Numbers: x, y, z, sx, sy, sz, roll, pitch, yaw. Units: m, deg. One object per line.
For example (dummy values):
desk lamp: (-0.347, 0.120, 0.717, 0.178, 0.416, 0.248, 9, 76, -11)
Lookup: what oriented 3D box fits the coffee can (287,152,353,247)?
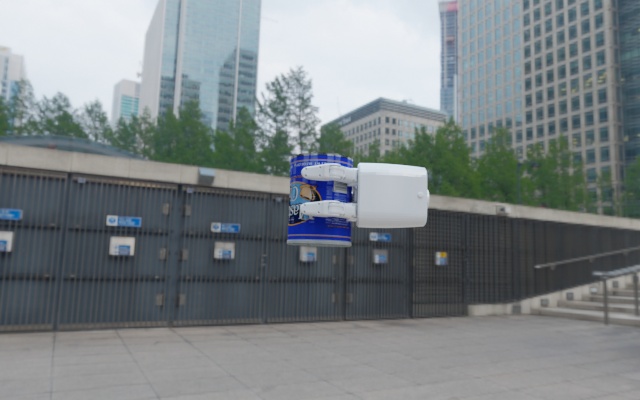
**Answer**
coffee can: (0.000, 0.003, 0.767, 0.103, 0.140, 0.103, 2, -7, 0)
